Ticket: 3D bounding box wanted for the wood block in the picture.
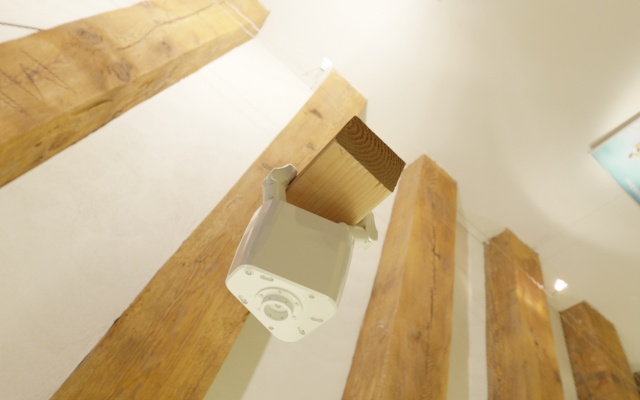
[{"bbox_3d":[0.000,0.002,0.613,0.206,0.091,0.090,-44,6,34],"label":"wood block"}]
